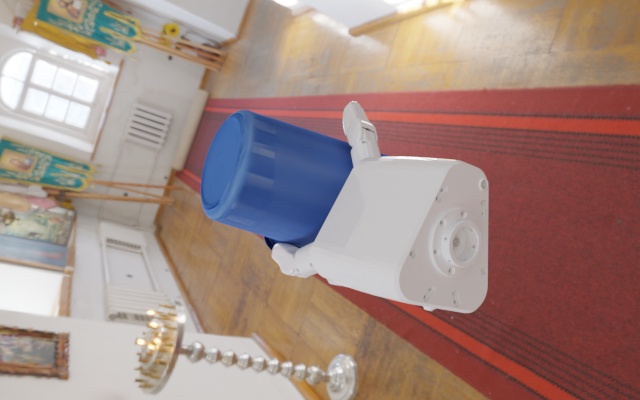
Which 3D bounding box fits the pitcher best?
[{"bbox_3d":[0.000,0.002,0.508,0.243,0.149,0.145,17,-3,-31],"label":"pitcher"}]
